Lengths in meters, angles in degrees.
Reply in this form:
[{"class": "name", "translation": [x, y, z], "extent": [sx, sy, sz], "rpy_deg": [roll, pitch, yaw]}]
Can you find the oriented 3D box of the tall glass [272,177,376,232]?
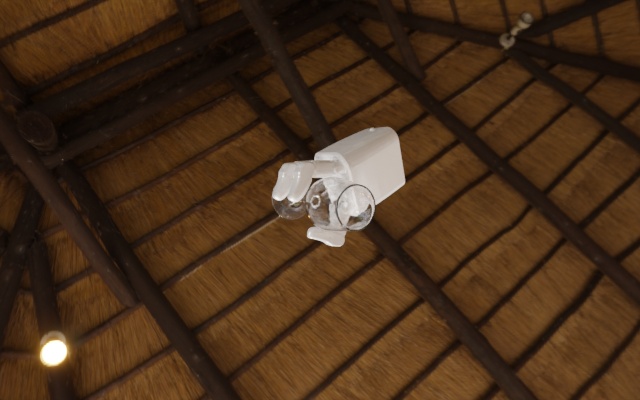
[{"class": "tall glass", "translation": [0.000, 0.002, 0.711], "extent": [0.079, 0.079, 0.201], "rpy_deg": [0, 4, -28]}]
